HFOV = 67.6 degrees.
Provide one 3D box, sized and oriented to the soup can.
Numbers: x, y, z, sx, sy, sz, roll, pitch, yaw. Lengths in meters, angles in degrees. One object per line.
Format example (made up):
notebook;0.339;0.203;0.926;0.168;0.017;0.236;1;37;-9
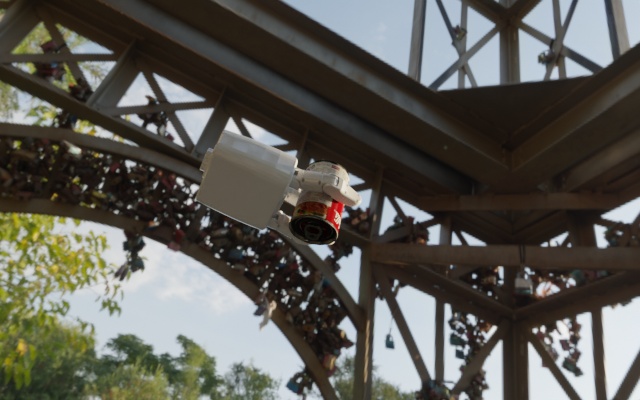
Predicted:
soup can;0.001;0.002;0.672;0.068;0.102;0.069;10;-36;7
